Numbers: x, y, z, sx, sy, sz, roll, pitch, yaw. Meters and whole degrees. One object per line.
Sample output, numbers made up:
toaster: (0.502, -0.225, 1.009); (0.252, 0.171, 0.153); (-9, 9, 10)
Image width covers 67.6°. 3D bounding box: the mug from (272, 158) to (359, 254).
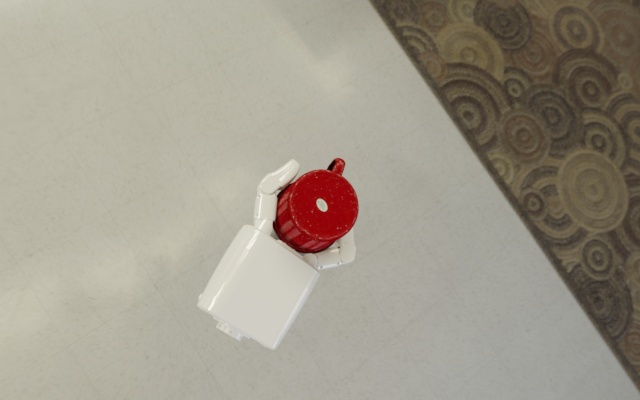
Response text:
mug: (0.001, 0.001, 0.558); (0.093, 0.117, 0.081); (30, -17, -7)
